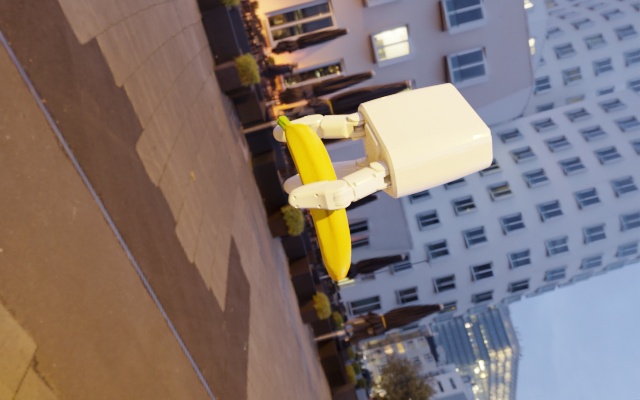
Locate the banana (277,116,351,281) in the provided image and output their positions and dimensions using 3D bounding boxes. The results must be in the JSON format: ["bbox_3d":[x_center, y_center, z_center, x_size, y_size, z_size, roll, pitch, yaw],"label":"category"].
[{"bbox_3d":[0.002,0.000,0.511,0.037,0.198,0.069,-19,9,-8],"label":"banana"}]
